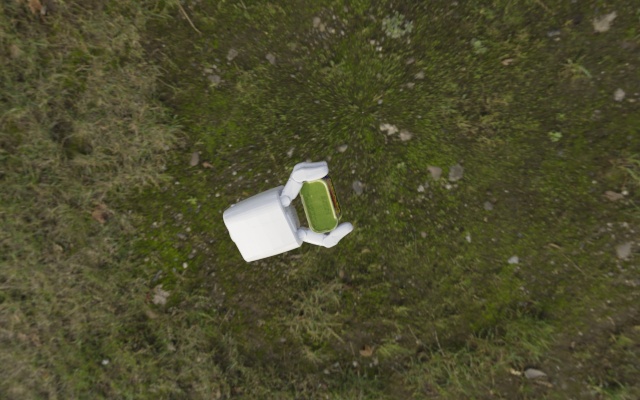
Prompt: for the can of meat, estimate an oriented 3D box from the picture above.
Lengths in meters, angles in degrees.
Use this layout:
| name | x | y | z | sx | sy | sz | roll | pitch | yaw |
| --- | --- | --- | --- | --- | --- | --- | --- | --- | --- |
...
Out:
| name | x | y | z | sx | sy | sz | roll | pitch | yaw |
| --- | --- | --- | --- | --- | --- | --- | --- | --- | --- |
| can of meat | 0.000 | 0.003 | 0.862 | 0.057 | 0.102 | 0.084 | -16 | 9 | 8 |
